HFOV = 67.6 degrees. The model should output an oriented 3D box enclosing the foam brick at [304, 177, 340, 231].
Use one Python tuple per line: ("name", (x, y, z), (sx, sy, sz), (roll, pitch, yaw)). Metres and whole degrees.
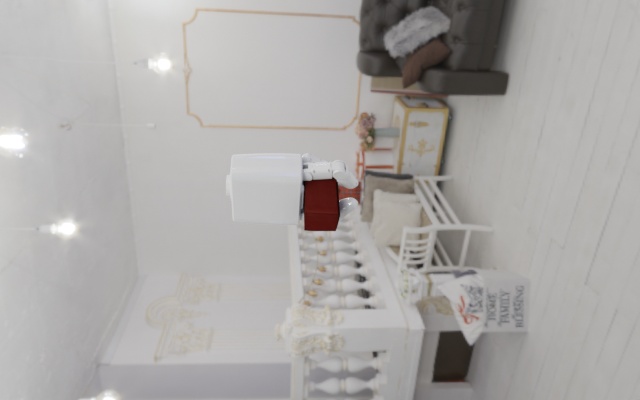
("foam brick", (0.000, 0.003, 0.732), (0.051, 0.078, 0.053), (1, -34, -6))
